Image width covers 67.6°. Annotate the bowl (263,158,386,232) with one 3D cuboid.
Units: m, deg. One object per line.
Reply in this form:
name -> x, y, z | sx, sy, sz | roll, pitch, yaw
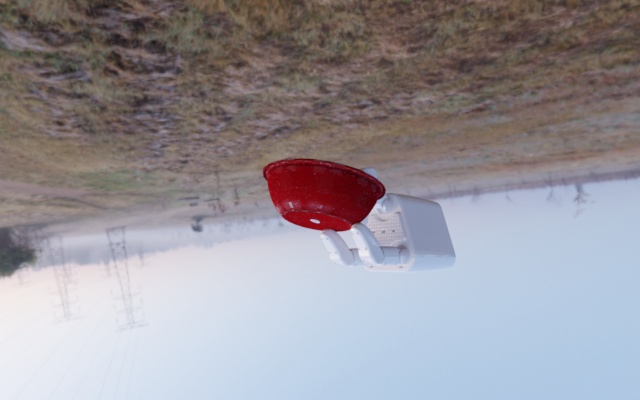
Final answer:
bowl -> -0.001, 0.002, 0.613 | 0.162, 0.055, 0.162 | 9, -17, 3
